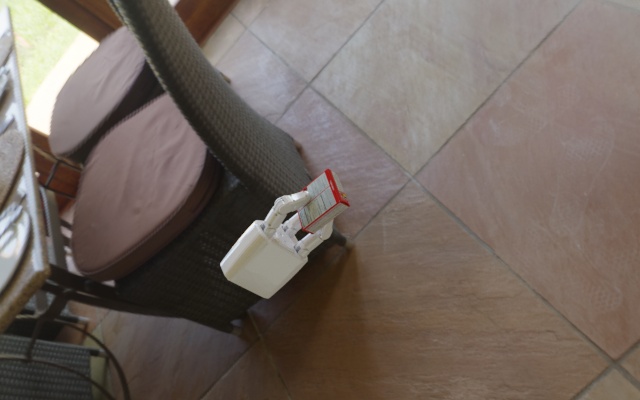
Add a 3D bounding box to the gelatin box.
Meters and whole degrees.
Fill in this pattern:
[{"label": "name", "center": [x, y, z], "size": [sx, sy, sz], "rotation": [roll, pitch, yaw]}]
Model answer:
[{"label": "gelatin box", "center": [0.000, 0.002, 0.799], "size": [0.089, 0.073, 0.030], "rotation": [-40, -41, 25]}]
